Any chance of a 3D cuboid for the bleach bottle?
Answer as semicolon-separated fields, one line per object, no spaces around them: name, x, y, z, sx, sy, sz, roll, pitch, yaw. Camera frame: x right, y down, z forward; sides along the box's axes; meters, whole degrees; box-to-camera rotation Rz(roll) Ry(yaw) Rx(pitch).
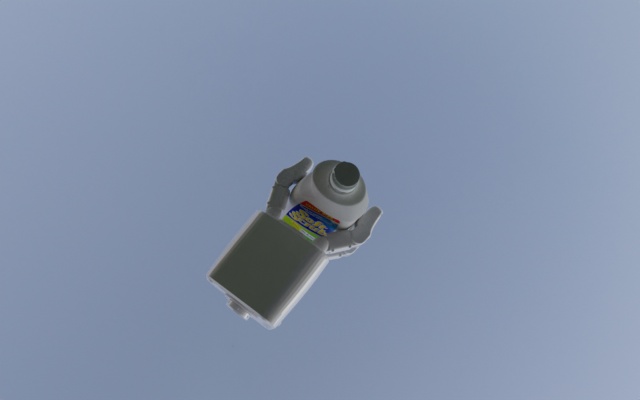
bleach bottle;0.000;0.002;0.621;0.102;0.068;0.251;39;-19;3
